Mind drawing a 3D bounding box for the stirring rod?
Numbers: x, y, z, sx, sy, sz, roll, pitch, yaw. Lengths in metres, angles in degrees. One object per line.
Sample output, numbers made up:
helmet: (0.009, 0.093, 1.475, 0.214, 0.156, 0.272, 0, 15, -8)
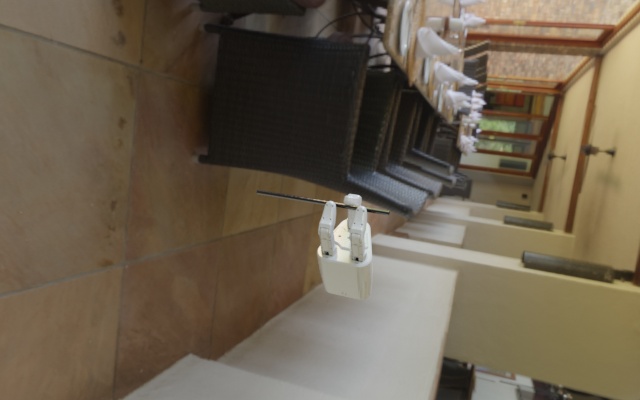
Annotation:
stirring rod: (0.000, 0.003, 0.824, 0.239, 0.011, 0.011, 9, 3, 17)
